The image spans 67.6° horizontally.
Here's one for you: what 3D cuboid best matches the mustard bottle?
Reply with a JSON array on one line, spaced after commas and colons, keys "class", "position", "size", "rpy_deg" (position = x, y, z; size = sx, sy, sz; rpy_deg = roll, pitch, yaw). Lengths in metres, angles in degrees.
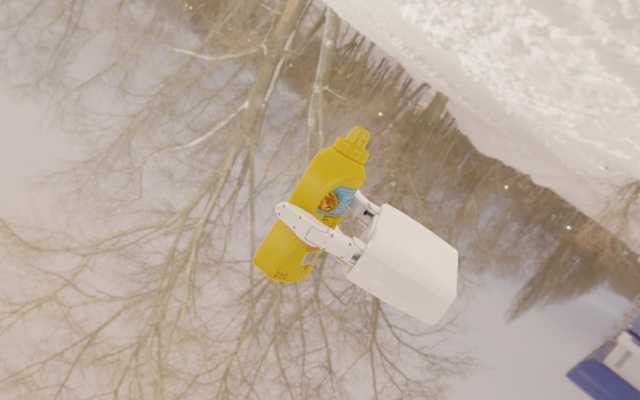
[{"class": "mustard bottle", "position": [0.000, 0.002, 0.548], "size": [0.058, 0.192, 0.096], "rpy_deg": [37, 15, 24]}]
